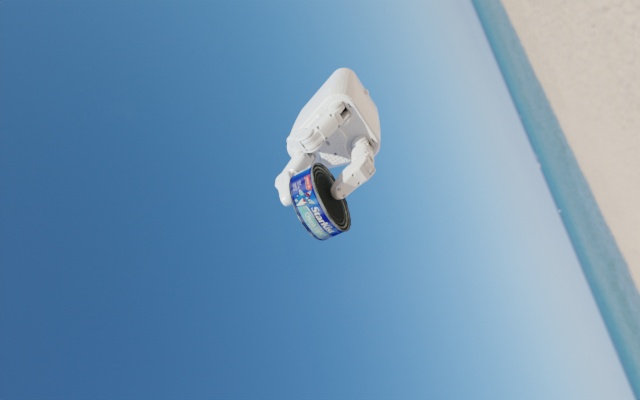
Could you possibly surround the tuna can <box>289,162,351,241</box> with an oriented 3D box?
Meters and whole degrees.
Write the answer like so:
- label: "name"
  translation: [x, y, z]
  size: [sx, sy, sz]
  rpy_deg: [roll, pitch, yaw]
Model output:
- label: "tuna can"
  translation: [0.000, 0.002, 0.548]
  size: [0.034, 0.086, 0.086]
  rpy_deg: [-25, -9, 19]
